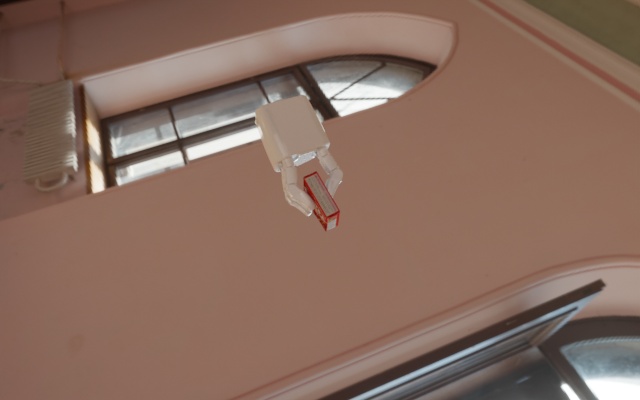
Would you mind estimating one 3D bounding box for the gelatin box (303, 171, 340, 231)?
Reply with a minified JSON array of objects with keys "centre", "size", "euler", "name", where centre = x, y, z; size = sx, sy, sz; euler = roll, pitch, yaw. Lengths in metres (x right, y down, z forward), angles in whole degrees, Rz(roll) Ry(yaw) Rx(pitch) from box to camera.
[{"centre":[0.001,0.003,0.854],"size":[0.030,0.089,0.073],"euler":[-27,-19,-12],"name":"gelatin box"}]
